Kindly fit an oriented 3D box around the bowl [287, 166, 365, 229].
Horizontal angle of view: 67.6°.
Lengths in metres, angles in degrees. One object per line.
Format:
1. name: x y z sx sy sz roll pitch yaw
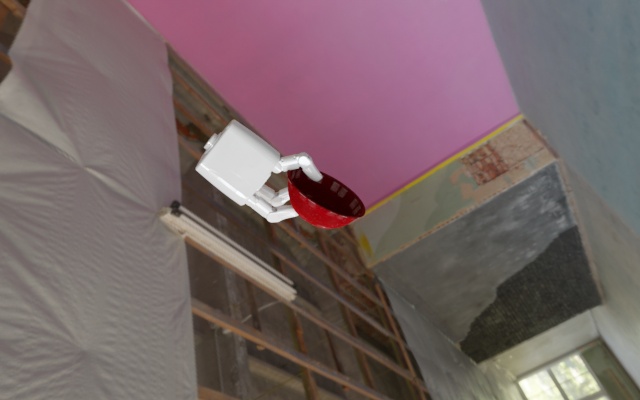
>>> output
1. bowl: 0.001 0.004 0.877 0.162 0.055 0.162 25 23 -11
